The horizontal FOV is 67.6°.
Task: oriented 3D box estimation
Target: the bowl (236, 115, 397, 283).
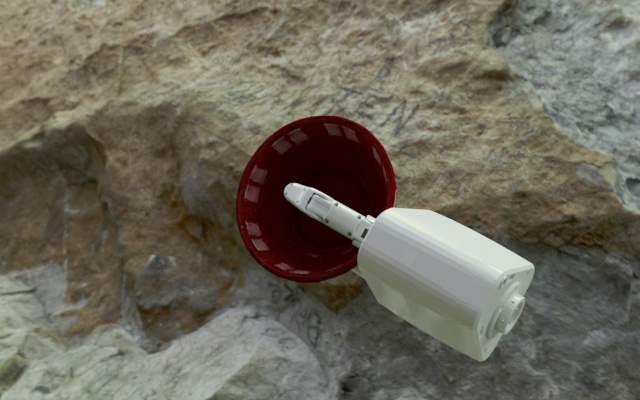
[{"bbox_3d":[-0.001,0.001,0.469,0.162,0.162,0.055,0,-14,22],"label":"bowl"}]
